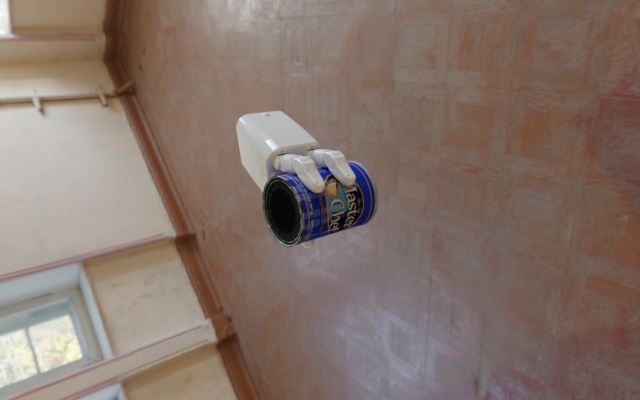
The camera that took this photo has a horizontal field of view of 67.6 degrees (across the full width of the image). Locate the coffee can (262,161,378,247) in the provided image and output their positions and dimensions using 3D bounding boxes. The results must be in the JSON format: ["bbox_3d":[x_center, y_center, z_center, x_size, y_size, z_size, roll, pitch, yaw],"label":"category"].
[{"bbox_3d":[0.000,0.002,0.707,0.140,0.103,0.103,-14,8,-36],"label":"coffee can"}]
